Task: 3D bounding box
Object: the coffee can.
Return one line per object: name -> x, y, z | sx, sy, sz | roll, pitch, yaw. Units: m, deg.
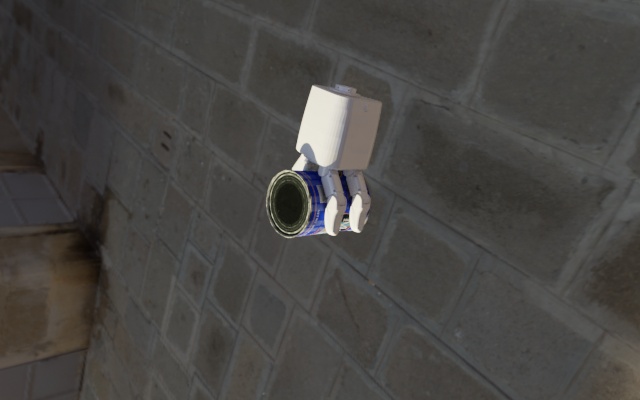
coffee can -> 0.000, 0.003, 0.763 | 0.140, 0.103, 0.103 | -3, 2, -44
